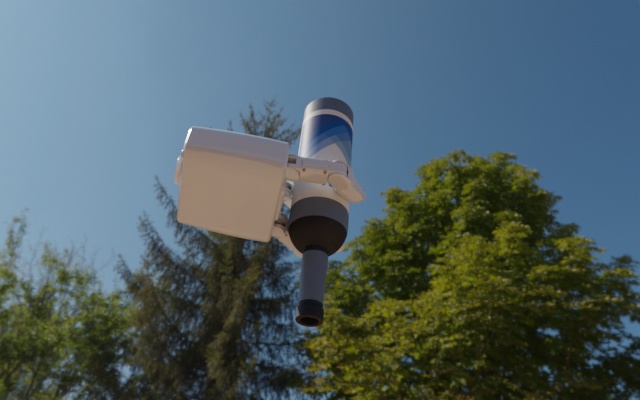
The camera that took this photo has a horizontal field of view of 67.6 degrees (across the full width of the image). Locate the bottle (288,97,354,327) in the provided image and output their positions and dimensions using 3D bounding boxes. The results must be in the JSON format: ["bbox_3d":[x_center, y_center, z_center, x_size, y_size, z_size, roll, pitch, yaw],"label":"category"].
[{"bbox_3d":[0.000,0.002,0.551,0.069,0.295,0.069,3,-38,3],"label":"bottle"}]
